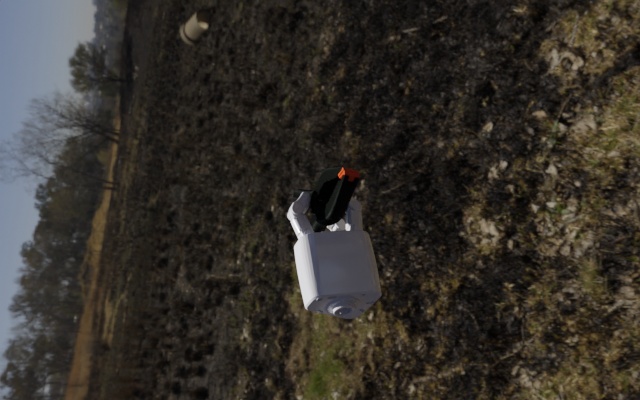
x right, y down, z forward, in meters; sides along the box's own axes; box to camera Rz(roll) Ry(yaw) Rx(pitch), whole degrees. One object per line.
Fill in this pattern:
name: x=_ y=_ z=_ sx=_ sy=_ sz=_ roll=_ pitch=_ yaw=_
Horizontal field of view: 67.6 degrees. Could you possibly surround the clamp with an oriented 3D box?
clamp: x=0.000 y=0.002 z=0.790 sx=0.036 sy=0.164 sz=0.210 roll=10 pitch=-41 yaw=-24
